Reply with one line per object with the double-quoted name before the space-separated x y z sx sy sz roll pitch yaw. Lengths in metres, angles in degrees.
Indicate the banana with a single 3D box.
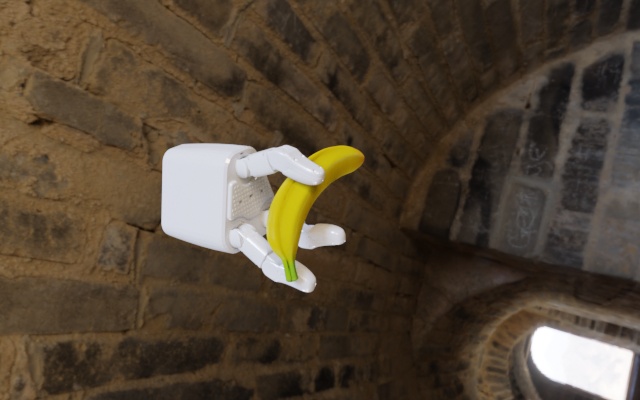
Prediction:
"banana" -0.008 -0.010 0.514 0.037 0.070 0.197 3 45 34
